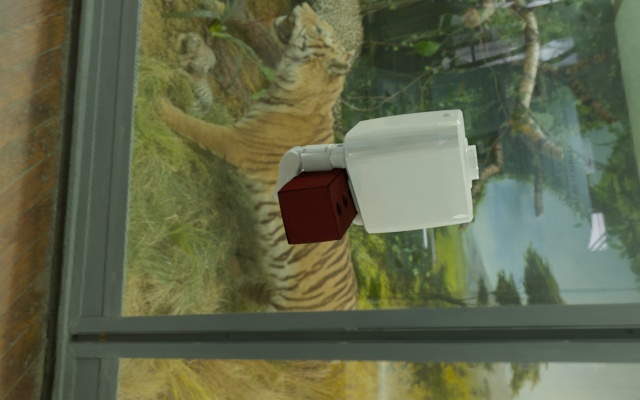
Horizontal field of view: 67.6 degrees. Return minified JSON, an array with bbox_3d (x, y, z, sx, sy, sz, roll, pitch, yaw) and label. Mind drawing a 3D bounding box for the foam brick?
[{"bbox_3d":[0.000,0.002,0.454,0.051,0.053,0.078,-6,18,20],"label":"foam brick"}]
